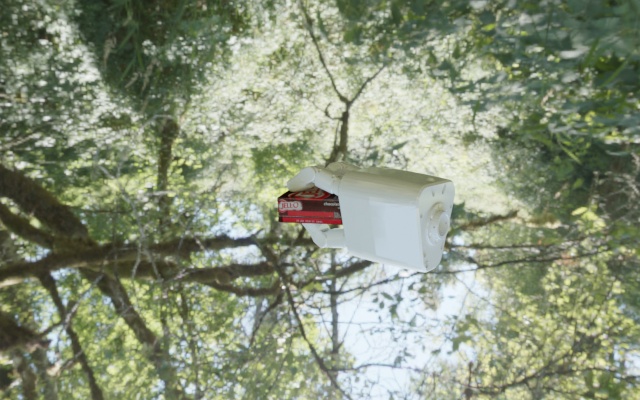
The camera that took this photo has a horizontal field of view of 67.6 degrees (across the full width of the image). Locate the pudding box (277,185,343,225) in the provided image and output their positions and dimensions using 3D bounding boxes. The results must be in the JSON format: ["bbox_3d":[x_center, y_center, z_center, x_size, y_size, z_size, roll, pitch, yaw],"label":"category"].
[{"bbox_3d":[0.000,0.002,0.646,0.090,0.039,0.113,3,11,12],"label":"pudding box"}]
